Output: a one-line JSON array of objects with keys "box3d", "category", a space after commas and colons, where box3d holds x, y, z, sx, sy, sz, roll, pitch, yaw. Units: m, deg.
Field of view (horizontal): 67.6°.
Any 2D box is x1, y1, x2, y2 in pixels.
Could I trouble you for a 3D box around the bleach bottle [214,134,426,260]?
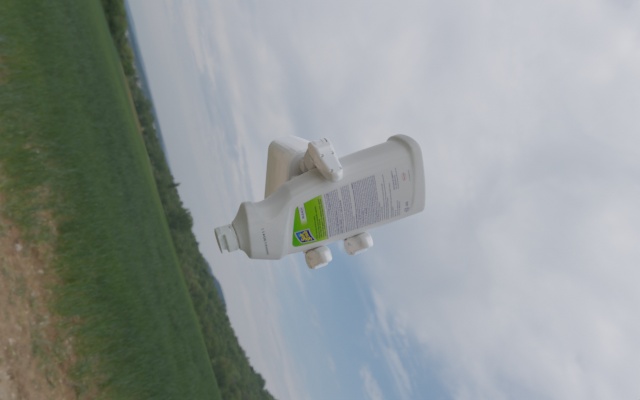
[{"box3d": [0.000, 0.002, 0.559, 0.251, 0.103, 0.068, -17, 23, -17], "category": "bleach bottle"}]
